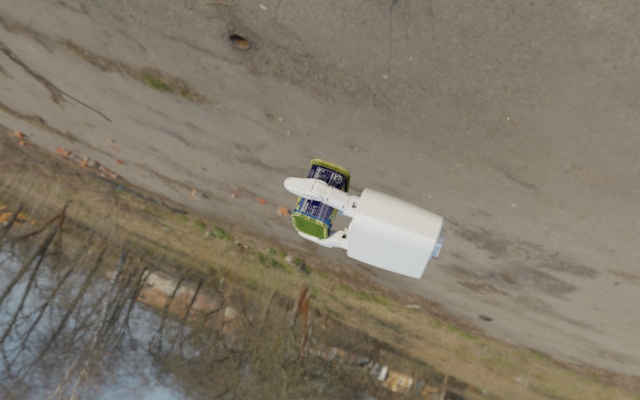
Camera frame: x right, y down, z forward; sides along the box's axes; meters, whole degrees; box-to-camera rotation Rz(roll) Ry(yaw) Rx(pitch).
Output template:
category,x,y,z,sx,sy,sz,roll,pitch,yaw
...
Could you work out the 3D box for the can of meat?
category,x,y,z,sx,sy,sz,roll,pitch,yaw
can of meat,0.000,0.002,0.666,0.057,0.084,0.102,20,-15,7
